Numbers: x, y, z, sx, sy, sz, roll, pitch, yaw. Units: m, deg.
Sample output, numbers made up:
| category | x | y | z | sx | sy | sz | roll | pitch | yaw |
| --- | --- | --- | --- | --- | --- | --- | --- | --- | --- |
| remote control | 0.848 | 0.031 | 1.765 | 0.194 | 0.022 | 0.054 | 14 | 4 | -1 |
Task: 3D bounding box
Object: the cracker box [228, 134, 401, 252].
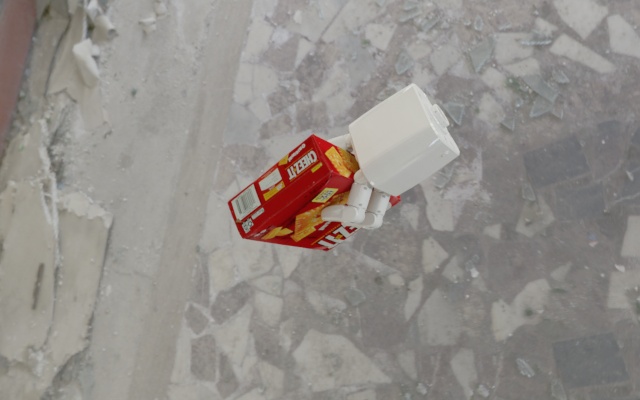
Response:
| category | x | y | z | sx | sy | sz | roll | pitch | yaw |
| --- | --- | --- | --- | --- | --- | --- | --- | --- | --- |
| cracker box | 0.000 | 0.002 | 0.701 | 0.164 | 0.072 | 0.214 | -36 | -28 | 23 |
